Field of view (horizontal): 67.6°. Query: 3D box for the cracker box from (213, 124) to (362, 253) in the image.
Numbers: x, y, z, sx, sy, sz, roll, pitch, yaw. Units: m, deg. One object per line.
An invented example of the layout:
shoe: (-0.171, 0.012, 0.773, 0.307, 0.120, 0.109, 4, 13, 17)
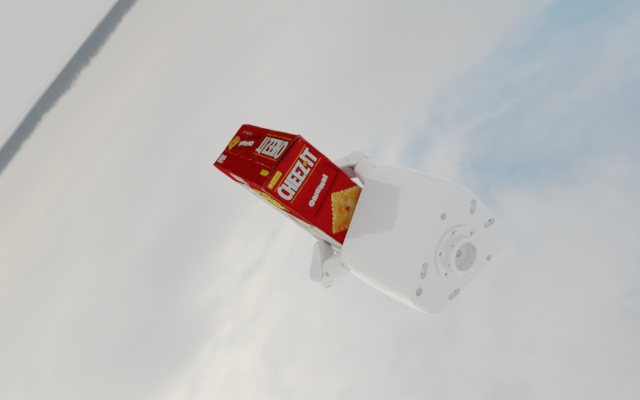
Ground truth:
cracker box: (0.000, 0.002, 0.555, 0.214, 0.072, 0.164, 38, -8, -30)
